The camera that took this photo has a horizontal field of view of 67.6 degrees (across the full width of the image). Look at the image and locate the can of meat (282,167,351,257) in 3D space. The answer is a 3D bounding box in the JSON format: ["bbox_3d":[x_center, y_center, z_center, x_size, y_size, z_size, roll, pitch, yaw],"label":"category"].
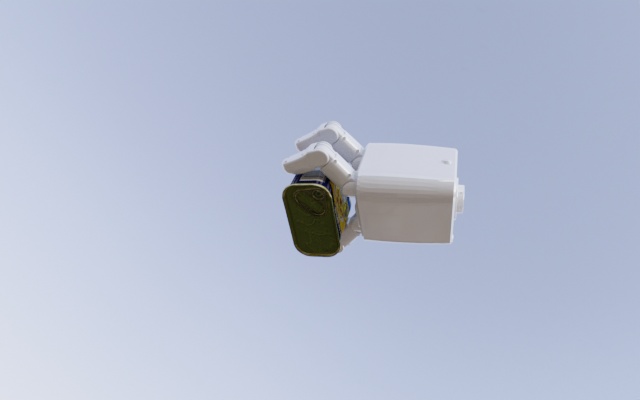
[{"bbox_3d":[0.000,0.002,0.571,0.057,0.102,0.084,0,34,18],"label":"can of meat"}]
